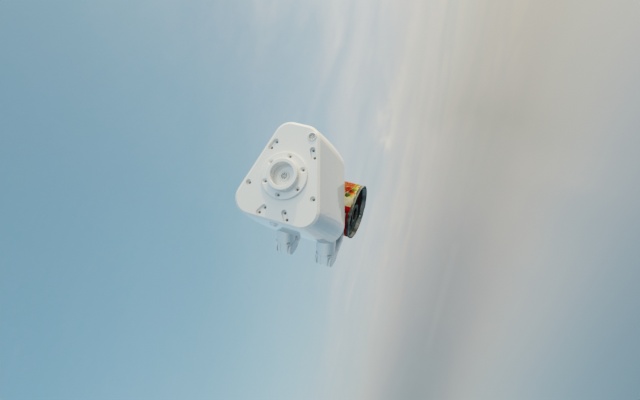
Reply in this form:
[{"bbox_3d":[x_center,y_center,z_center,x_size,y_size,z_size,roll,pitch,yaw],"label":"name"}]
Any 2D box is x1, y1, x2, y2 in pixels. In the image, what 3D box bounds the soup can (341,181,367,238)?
[{"bbox_3d":[0.000,0.002,0.607,0.102,0.068,0.068,15,4,16],"label":"soup can"}]
